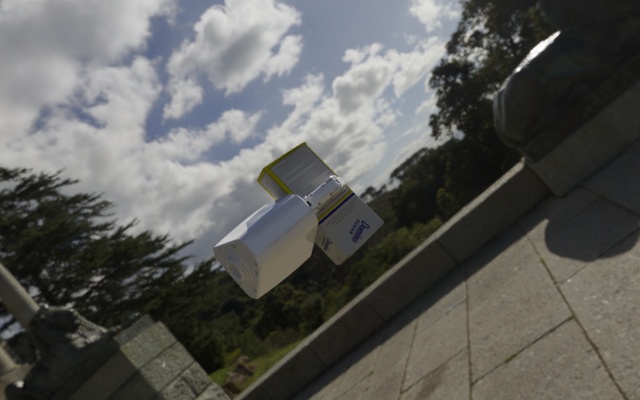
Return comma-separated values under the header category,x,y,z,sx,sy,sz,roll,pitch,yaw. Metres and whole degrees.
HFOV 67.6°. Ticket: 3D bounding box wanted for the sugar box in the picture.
category,x,y,z,sx,sy,sz,roll,pitch,yaw
sugar box,0.000,0.003,0.709,0.093,0.176,0.048,-39,-6,-35
